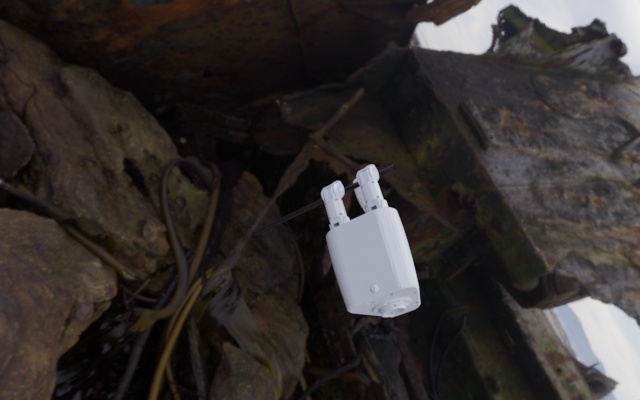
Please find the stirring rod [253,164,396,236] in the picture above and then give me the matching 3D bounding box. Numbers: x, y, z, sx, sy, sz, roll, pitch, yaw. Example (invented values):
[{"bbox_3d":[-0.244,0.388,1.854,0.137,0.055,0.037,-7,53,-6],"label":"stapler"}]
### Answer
[{"bbox_3d":[0.000,0.002,0.698,0.239,0.011,0.011,-26,-9,19],"label":"stirring rod"}]
